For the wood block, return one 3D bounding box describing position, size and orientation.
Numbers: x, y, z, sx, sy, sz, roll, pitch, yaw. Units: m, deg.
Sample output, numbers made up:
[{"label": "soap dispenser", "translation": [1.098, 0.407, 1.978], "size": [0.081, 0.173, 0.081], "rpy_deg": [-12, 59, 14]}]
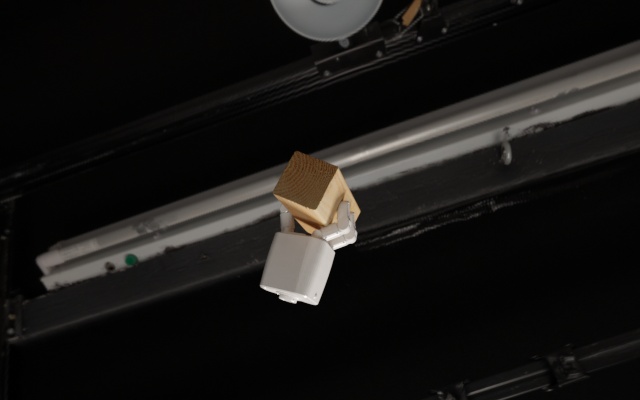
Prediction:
[{"label": "wood block", "translation": [0.000, 0.003, 0.900], "size": [0.091, 0.090, 0.206], "rpy_deg": [22, -15, 23]}]
